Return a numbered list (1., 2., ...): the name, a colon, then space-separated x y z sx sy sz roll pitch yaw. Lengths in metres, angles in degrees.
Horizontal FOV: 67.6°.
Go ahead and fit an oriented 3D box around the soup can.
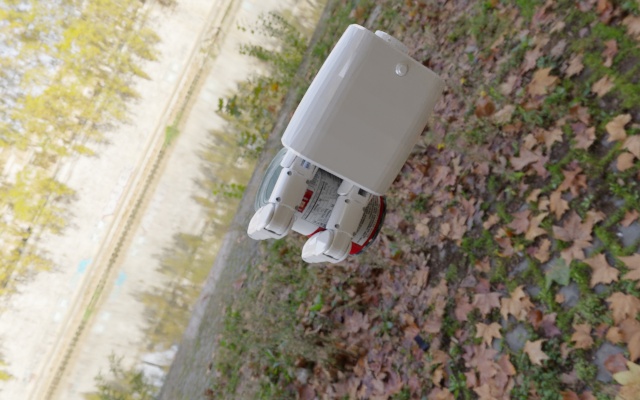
1. soup can: 0.000 0.002 0.437 0.102 0.068 0.068 25 -10 -21
